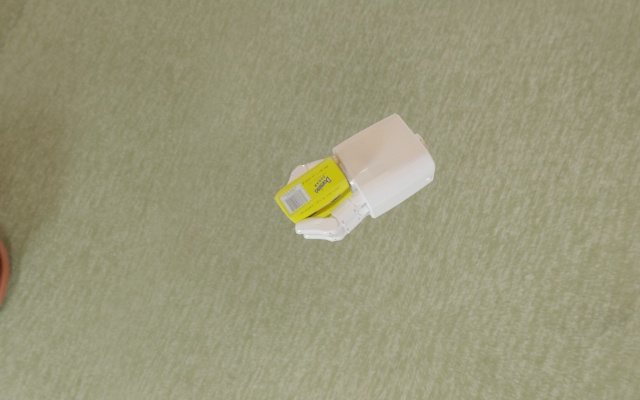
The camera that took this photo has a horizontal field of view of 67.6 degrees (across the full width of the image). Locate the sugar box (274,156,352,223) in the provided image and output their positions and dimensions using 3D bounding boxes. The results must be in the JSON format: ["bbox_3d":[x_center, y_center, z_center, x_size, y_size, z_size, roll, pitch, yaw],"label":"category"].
[{"bbox_3d":[0.001,0.003,0.699,0.093,0.048,0.176,-34,-18,1],"label":"sugar box"}]
